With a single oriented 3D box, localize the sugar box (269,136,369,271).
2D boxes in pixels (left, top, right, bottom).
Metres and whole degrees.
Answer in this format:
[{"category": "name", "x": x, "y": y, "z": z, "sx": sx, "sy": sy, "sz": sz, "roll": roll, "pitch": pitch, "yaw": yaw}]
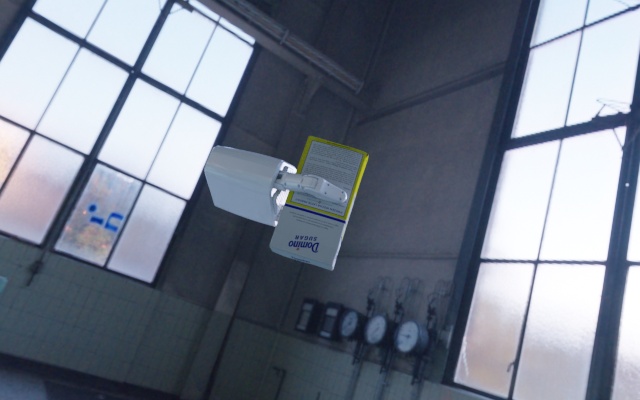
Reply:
[{"category": "sugar box", "x": 0.000, "y": 0.002, "z": 0.684, "sx": 0.093, "sy": 0.176, "sz": 0.048, "roll": 17, "pitch": -16, "yaw": 8}]
